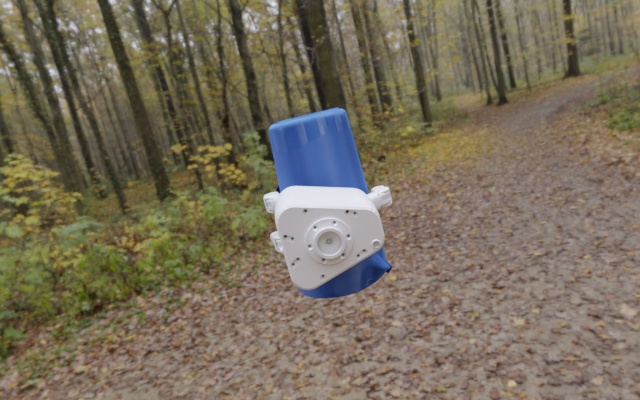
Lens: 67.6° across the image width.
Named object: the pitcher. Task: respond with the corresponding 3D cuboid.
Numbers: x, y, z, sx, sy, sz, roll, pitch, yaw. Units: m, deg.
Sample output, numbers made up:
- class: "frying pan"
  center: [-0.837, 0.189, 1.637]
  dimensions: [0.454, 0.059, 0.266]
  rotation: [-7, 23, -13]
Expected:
- class: "pitcher"
  center: [0.000, 0.002, 0.668]
  dimensions: [0.149, 0.243, 0.145]
  rotation: [-13, 10, 1]
